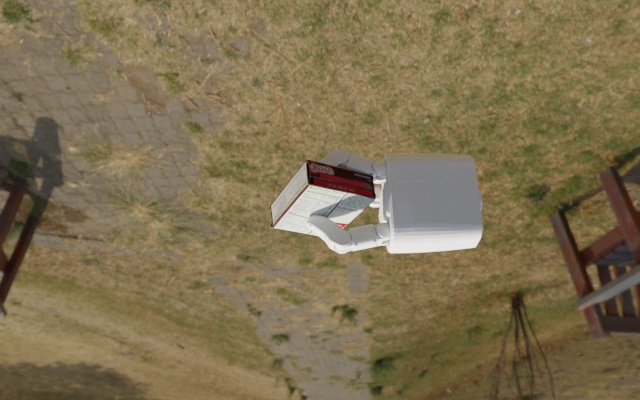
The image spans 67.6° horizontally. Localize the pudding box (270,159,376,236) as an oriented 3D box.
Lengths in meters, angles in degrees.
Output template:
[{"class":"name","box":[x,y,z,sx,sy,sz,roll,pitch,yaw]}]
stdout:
[{"class":"pudding box","box":[0.000,0.002,0.580,0.090,0.039,0.113,13,-37,-25]}]
